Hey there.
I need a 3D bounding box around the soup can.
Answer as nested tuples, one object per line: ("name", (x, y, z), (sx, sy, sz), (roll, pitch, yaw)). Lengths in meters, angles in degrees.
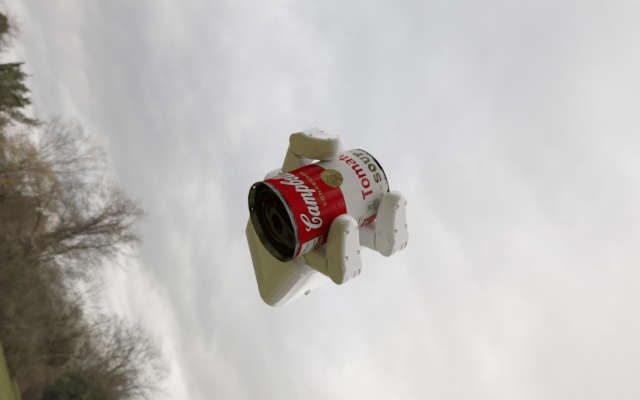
("soup can", (0.000, 0.001, 0.403), (0.102, 0.068, 0.068), (-22, 12, -32))
